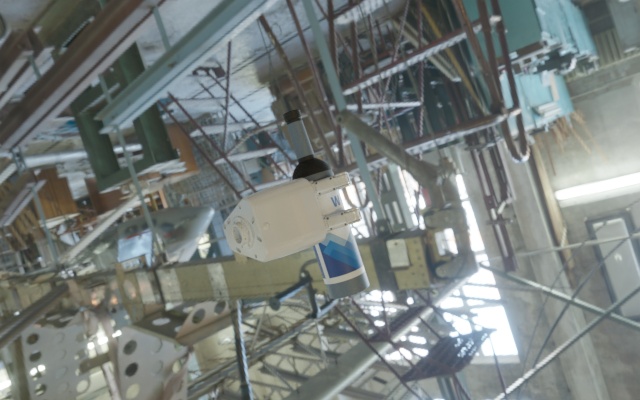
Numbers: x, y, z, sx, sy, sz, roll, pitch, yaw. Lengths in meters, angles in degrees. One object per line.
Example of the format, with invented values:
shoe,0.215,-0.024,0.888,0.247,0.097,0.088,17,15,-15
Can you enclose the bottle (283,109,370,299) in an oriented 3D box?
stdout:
bottle,0.000,0.003,0.746,0.069,0.295,0.069,-18,1,0
